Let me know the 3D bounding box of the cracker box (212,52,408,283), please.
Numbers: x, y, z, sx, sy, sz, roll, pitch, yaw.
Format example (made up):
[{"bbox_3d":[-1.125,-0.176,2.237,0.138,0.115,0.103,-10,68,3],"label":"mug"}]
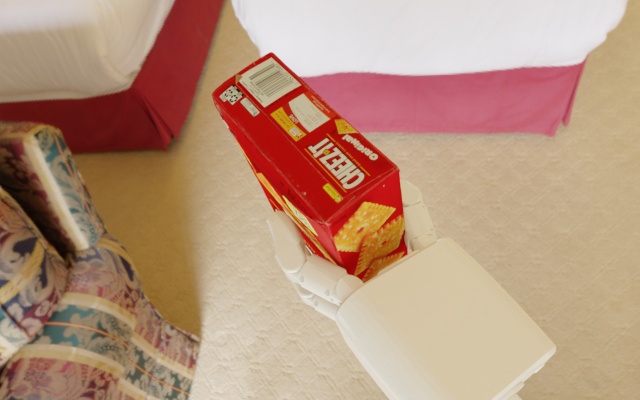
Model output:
[{"bbox_3d":[0.000,0.001,0.428,0.072,0.164,0.214,-36,-32,-11],"label":"cracker box"}]
